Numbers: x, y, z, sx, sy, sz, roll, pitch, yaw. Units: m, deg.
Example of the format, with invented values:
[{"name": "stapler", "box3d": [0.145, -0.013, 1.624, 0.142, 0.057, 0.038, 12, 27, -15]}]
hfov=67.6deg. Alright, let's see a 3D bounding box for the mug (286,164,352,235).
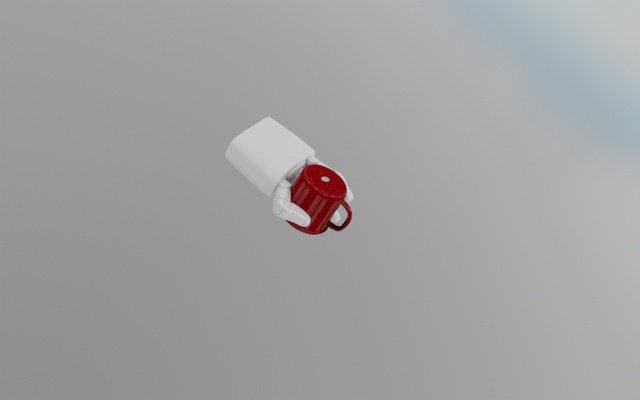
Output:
[{"name": "mug", "box3d": [0.001, 0.003, 0.776, 0.117, 0.081, 0.093, 39, 34, 8]}]
